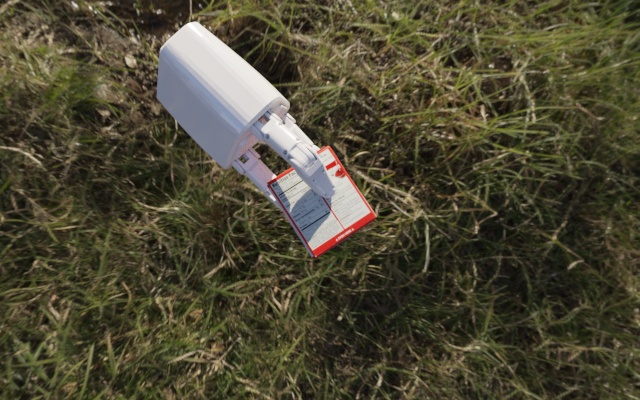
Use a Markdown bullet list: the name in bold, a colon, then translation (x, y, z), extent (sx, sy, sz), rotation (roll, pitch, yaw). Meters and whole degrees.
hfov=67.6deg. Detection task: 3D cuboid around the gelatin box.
- **gelatin box**: translation (0.000, 0.002, 0.475), extent (0.073, 0.089, 0.030), rotation (-33, -4, -10)
